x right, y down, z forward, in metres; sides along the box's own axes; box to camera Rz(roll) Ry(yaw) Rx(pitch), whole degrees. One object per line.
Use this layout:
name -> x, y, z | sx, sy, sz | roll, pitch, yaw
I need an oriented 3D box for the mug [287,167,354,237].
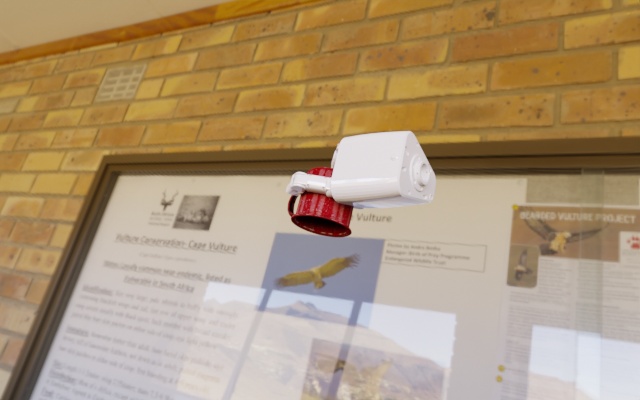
mug -> -0.001, 0.002, 0.730 | 0.117, 0.081, 0.093 | -2, -25, 37
